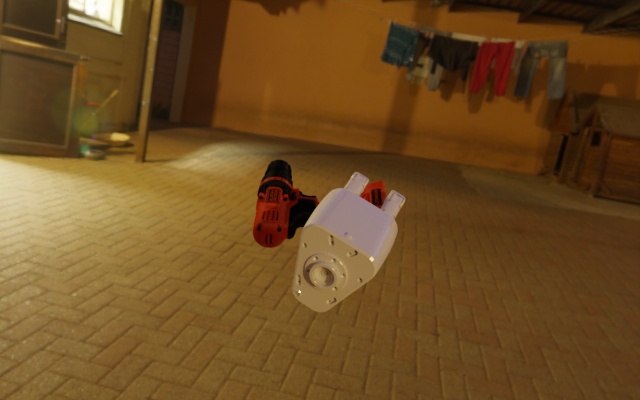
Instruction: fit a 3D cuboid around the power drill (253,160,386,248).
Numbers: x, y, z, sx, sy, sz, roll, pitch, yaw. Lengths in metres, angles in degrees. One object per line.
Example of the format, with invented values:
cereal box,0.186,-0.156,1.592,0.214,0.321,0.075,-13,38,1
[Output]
power drill,0.001,0.002,0.701,0.187,0.057,0.184,3,38,0
